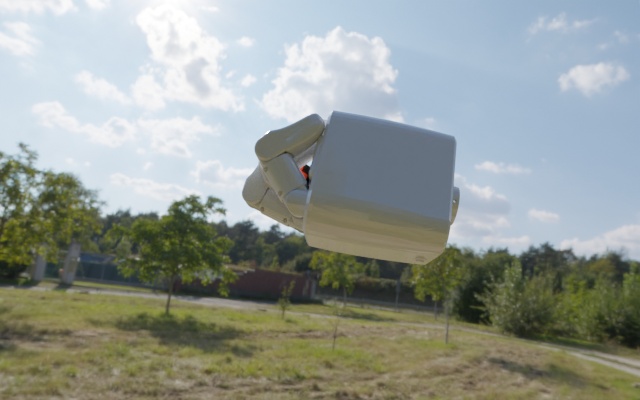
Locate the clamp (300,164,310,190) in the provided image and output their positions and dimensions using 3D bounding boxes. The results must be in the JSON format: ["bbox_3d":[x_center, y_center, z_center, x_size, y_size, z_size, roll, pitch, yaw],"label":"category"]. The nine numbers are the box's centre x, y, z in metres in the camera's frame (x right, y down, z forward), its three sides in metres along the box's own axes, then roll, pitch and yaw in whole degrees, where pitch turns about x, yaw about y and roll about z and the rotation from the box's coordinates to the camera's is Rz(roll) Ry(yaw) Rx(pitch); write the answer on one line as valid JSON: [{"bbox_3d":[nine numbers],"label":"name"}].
[{"bbox_3d":[0.000,0.001,0.499,0.120,0.039,0.171,14,-9,5],"label":"clamp"}]
